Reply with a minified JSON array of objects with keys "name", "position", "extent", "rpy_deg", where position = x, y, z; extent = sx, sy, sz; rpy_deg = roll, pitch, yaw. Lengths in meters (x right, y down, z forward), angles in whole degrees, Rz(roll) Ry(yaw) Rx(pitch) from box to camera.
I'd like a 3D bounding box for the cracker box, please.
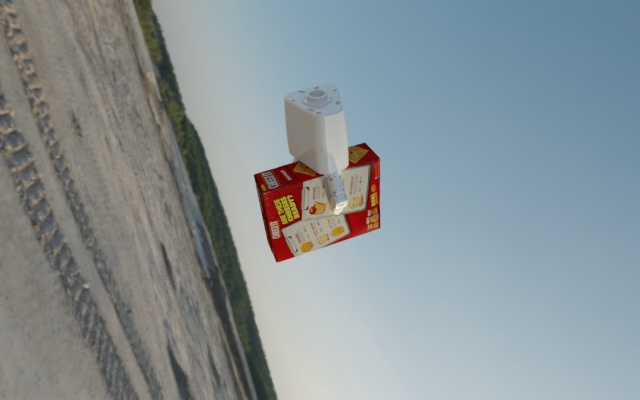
[{"name":"cracker box","position":[0.000,0.003,0.863],"extent":[0.213,0.164,0.072],"rpy_deg":[-17,39,-14]}]
